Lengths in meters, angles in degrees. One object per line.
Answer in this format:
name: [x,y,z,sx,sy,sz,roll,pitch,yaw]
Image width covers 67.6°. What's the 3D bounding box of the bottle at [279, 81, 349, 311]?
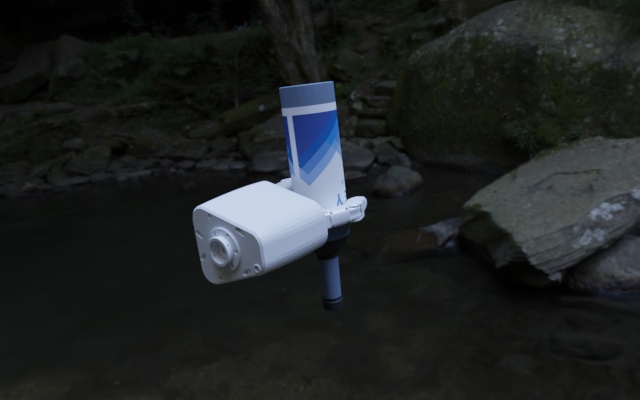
bottle: [0.000,0.002,0.611,0.069,0.296,0.069,-7,13,2]
